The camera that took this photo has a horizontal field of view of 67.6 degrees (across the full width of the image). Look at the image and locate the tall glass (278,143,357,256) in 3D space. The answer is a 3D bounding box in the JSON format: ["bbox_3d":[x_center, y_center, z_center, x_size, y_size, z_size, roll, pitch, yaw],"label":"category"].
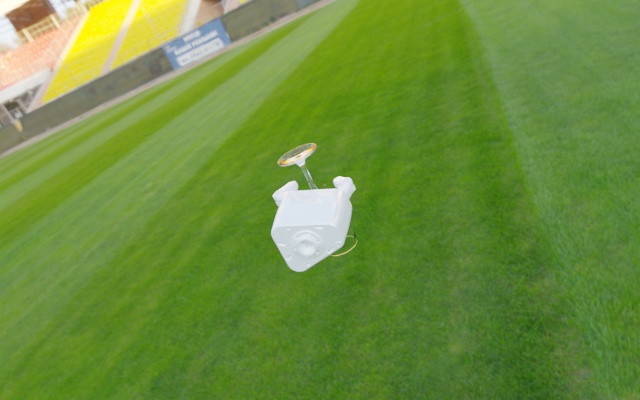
[{"bbox_3d":[0.000,0.002,0.858,0.079,0.201,0.079,-22,23,10],"label":"tall glass"}]
